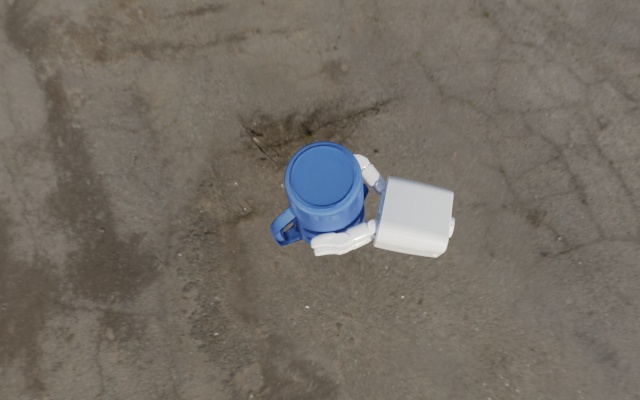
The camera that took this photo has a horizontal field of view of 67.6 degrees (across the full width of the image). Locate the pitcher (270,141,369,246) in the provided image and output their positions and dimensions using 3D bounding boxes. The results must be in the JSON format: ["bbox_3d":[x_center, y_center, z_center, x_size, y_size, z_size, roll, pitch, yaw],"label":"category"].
[{"bbox_3d":[0.000,0.002,0.759,0.145,0.149,0.243,13,-13,6],"label":"pitcher"}]
